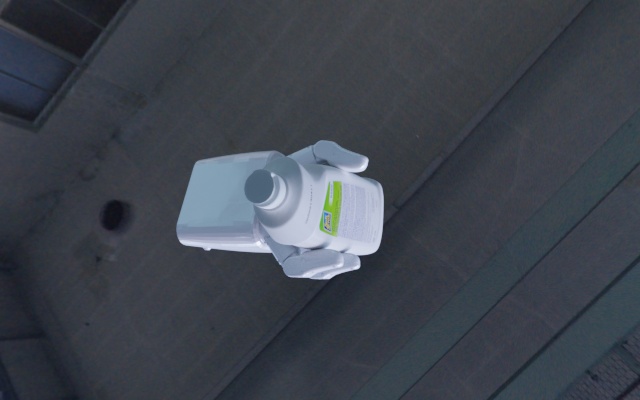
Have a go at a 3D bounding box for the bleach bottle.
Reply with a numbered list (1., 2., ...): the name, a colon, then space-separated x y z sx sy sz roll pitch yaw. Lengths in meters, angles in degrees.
1. bleach bottle: 0.000 0.002 0.498 0.068 0.102 0.251 -2 -11 23
